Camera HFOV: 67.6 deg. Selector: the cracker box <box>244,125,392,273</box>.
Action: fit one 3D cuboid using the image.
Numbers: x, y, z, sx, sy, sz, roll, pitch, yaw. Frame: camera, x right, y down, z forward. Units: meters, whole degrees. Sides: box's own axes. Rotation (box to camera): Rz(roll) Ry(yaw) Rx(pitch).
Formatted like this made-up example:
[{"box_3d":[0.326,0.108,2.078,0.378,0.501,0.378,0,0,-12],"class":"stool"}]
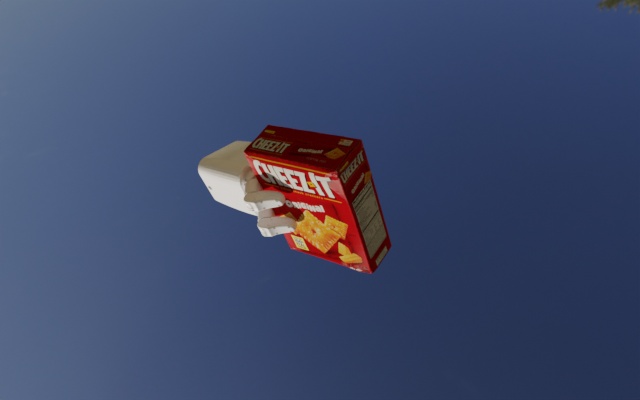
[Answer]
[{"box_3d":[0.000,0.002,0.701,0.164,0.214,0.072,14,53,34],"class":"cracker box"}]
